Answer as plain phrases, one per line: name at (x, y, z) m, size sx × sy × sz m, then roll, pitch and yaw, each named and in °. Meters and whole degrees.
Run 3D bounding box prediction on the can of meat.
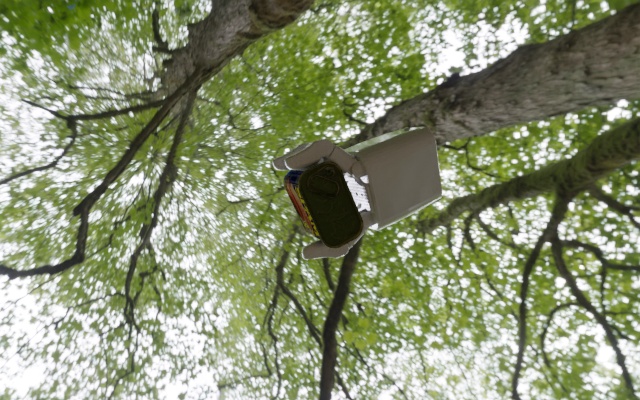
can of meat at (0.000, 0.002, 0.600) m, size 0.057 × 0.102 × 0.084 m, roll -27°, pitch 13°, yaw -15°
